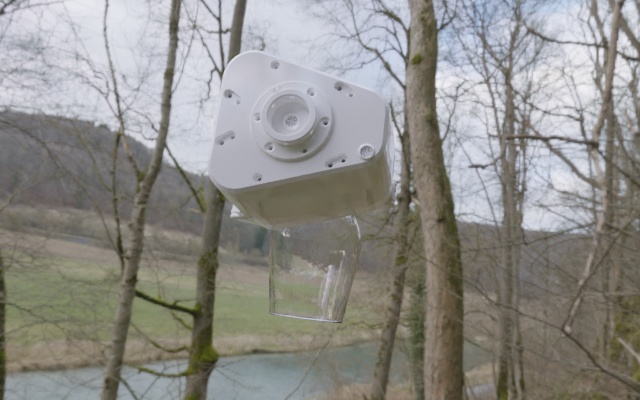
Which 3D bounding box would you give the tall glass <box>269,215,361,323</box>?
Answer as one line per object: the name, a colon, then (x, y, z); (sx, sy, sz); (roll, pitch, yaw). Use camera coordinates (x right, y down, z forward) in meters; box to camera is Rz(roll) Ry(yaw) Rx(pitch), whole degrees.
tall glass: (0.000, 0.001, 0.418); (0.079, 0.201, 0.079); (7, -12, 1)
